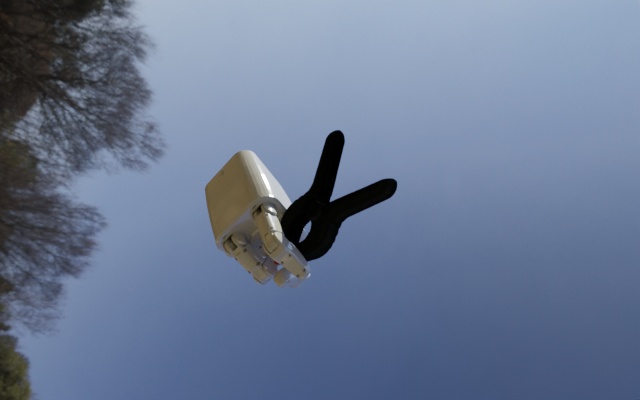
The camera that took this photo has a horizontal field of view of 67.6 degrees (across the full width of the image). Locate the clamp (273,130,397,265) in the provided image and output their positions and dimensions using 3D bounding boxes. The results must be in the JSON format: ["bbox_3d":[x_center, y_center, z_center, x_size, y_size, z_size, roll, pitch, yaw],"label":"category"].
[{"bbox_3d":[0.000,0.002,0.556,0.039,0.171,0.120,31,22,-43],"label":"clamp"}]
